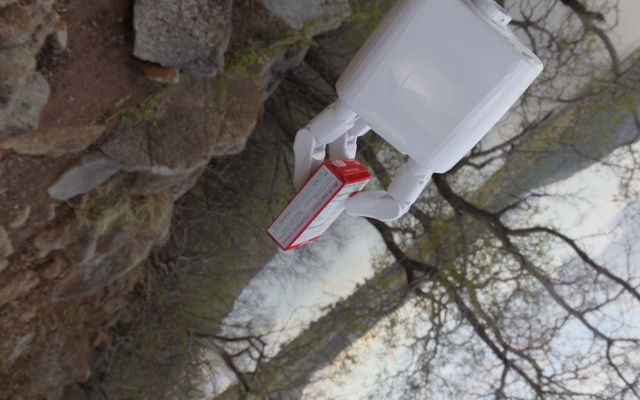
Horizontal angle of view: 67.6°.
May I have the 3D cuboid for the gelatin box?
[{"bbox_3d":[0.000,0.002,0.437,0.030,0.089,0.073,45,21,13],"label":"gelatin box"}]
